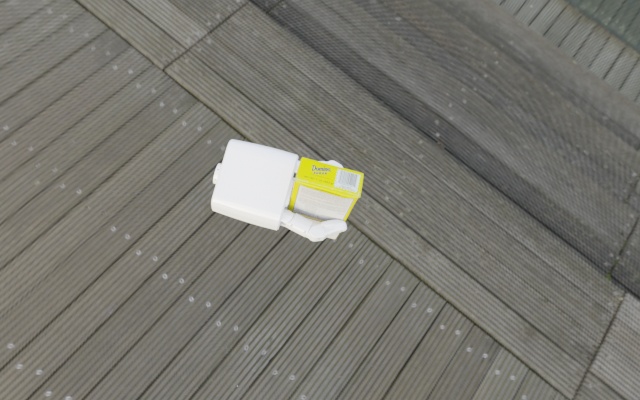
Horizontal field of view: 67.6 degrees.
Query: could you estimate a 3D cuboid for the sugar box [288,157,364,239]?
[{"bbox_3d":[0.000,0.002,0.732,0.093,0.048,0.176,16,-23,-3],"label":"sugar box"}]
